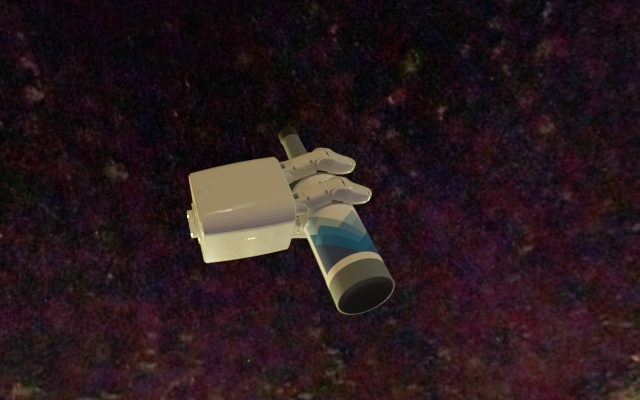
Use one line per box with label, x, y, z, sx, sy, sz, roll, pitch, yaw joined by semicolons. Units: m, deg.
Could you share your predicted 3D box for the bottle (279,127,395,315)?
bottle;0.000;0.002;0.602;0.069;0.069;0.295;0;43;-27
